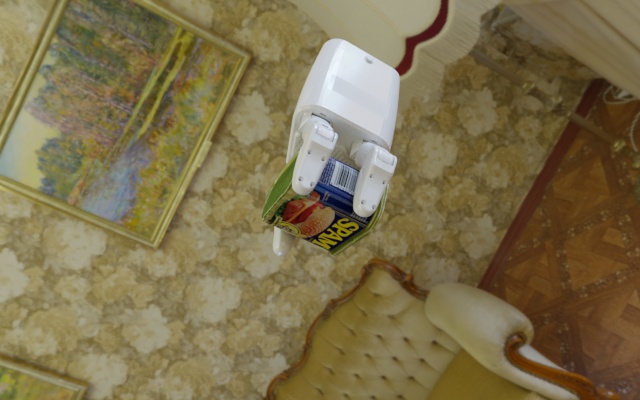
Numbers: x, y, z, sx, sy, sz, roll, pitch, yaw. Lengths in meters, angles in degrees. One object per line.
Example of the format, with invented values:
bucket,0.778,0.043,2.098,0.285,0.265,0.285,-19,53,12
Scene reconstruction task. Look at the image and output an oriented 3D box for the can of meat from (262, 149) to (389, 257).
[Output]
can of meat,0.000,0.001,0.446,0.084,0.057,0.102,26,-31,-14
